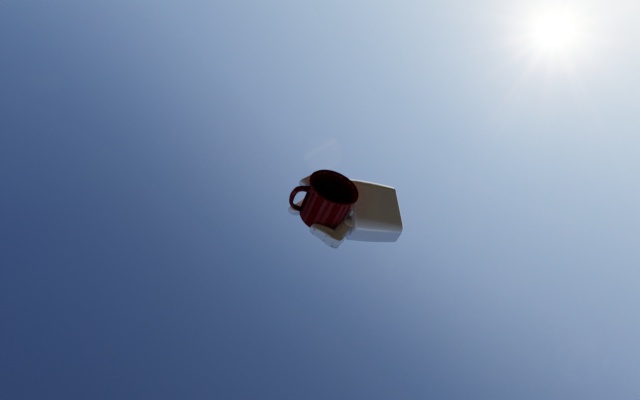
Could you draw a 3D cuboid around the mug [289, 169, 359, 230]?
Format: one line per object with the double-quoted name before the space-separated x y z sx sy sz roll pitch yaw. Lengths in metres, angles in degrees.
"mug" -0.001 0.003 0.859 0.117 0.081 0.093 7 41 -22
